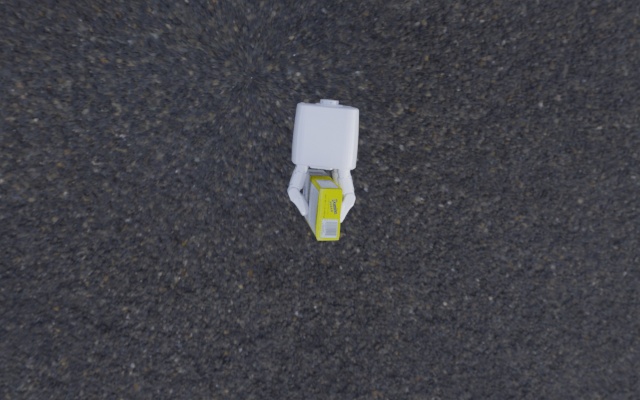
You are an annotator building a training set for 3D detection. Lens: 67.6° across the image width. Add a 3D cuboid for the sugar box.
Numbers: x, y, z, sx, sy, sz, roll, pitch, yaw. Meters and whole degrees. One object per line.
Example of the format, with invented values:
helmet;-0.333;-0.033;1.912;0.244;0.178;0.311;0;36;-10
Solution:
sugar box;0.001;0.003;0.884;0.048;0.093;0.176;3;14;-9
